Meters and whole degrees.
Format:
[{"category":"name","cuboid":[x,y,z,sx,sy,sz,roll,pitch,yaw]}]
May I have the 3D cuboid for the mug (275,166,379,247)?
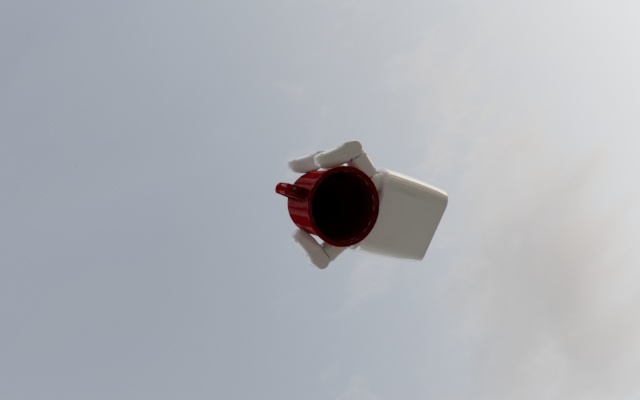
[{"category":"mug","cuboid":[-0.001,0.002,0.571,0.117,0.093,0.081,15,-3,-26]}]
